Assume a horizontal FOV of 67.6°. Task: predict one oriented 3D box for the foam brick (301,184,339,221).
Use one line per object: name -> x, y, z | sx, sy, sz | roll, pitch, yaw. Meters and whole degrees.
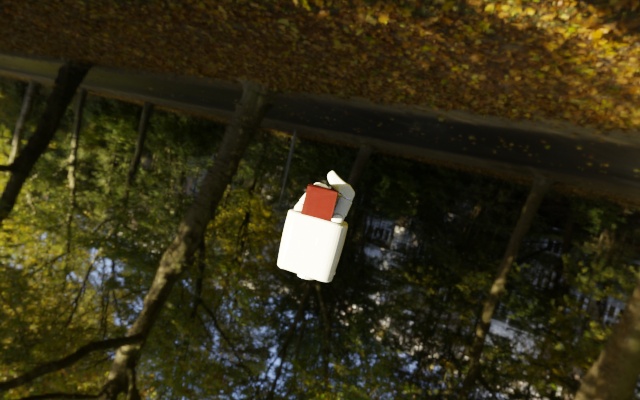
foam brick -> 0.000, 0.003, 0.816 | 0.053, 0.051, 0.078 | 15, 3, 2
